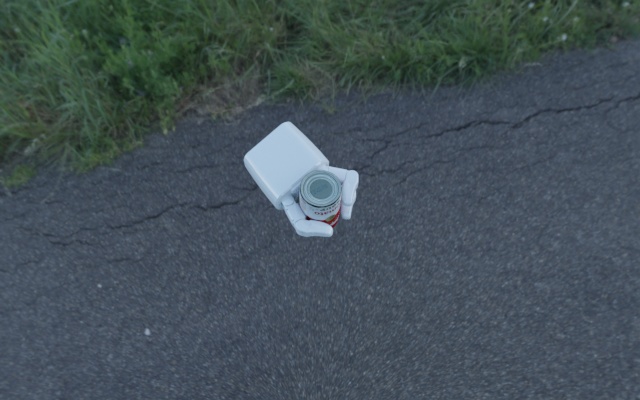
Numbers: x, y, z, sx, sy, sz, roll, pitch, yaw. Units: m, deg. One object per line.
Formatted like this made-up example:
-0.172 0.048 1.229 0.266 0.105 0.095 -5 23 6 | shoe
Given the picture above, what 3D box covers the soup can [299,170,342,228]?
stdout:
0.000 0.003 0.784 0.068 0.068 0.102 0 -27 -1 | soup can
